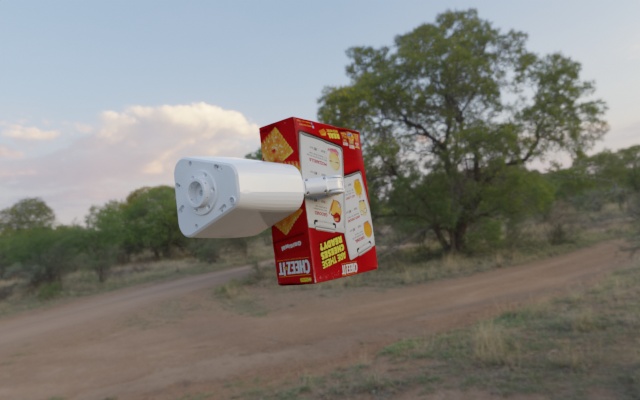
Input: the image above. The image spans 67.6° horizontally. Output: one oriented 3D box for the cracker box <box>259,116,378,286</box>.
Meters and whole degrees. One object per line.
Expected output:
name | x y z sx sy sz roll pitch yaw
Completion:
cracker box | 0.000 0.002 0.676 0.072 0.213 0.164 -11 -6 35
